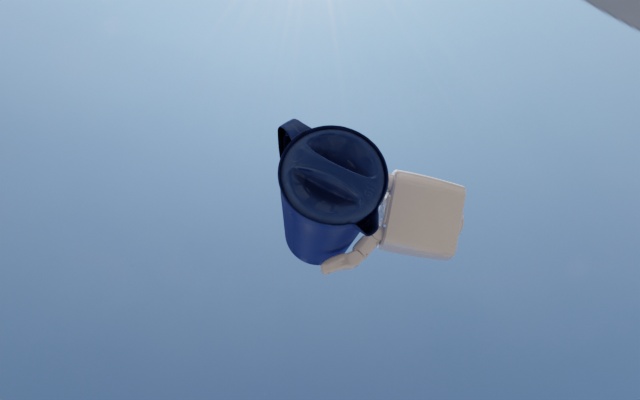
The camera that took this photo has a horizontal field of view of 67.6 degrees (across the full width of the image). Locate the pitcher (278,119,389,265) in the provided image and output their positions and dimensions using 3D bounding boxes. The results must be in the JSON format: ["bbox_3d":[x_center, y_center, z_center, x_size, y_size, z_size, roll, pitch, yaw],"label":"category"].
[{"bbox_3d":[0.000,0.002,0.674,0.145,0.149,0.243,9,-23,-2],"label":"pitcher"}]
